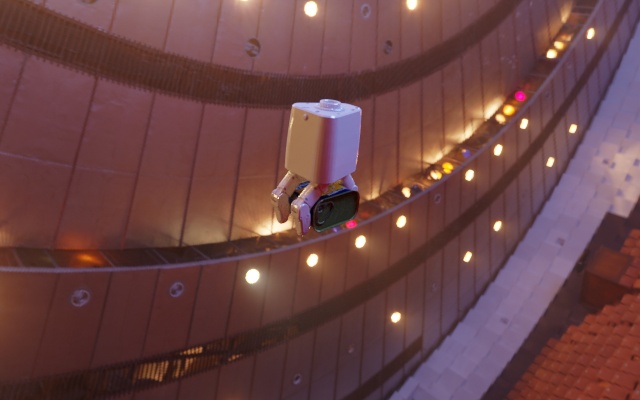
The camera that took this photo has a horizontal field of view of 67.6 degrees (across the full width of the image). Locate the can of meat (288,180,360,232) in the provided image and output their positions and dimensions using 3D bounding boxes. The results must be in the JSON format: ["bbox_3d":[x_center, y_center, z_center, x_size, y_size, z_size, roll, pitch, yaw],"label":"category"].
[{"bbox_3d":[0.000,0.003,0.799,0.102,0.057,0.084,-18,33,-39],"label":"can of meat"}]
